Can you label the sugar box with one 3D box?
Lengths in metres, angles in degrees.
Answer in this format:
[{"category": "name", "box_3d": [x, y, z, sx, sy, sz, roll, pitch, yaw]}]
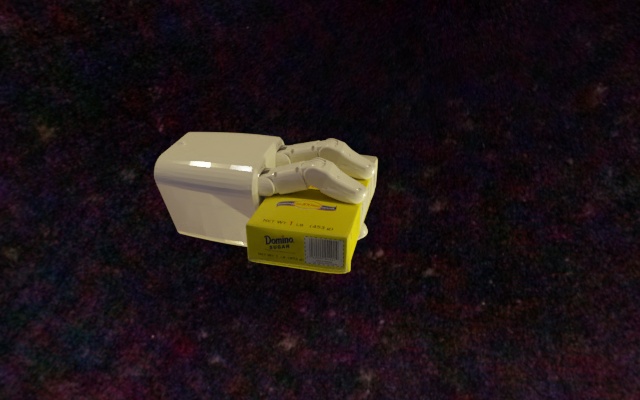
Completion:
[{"category": "sugar box", "box_3d": [0.000, 0.001, 0.481, 0.093, 0.048, 0.176, 7, 31, 11]}]
